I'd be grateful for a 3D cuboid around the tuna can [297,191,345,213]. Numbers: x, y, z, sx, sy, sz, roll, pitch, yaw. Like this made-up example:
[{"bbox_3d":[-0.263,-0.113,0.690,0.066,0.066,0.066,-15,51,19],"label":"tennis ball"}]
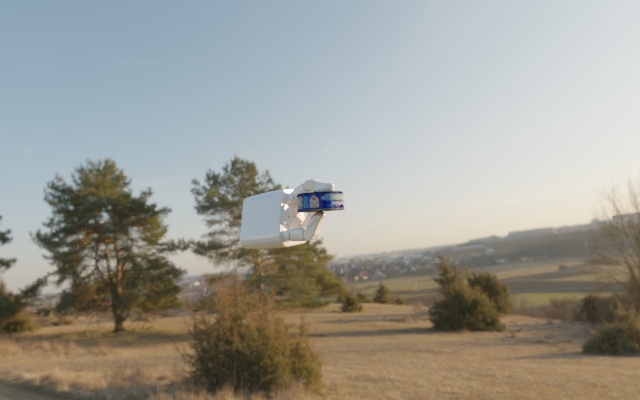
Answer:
[{"bbox_3d":[0.000,0.002,0.861,0.086,0.034,0.086,-3,-3,0],"label":"tuna can"}]
